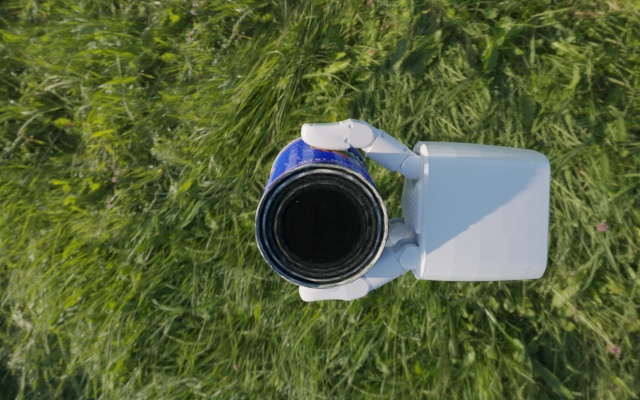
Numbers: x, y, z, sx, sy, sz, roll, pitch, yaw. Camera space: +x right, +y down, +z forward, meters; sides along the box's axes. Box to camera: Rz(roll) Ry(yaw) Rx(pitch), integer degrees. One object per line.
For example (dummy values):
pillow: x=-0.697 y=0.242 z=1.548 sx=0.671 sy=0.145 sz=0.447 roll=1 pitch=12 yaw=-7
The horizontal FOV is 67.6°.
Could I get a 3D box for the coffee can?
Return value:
coffee can: x=0.000 y=0.001 z=0.428 sx=0.103 sy=0.103 sz=0.140 roll=0 pitch=17 yaw=-1
